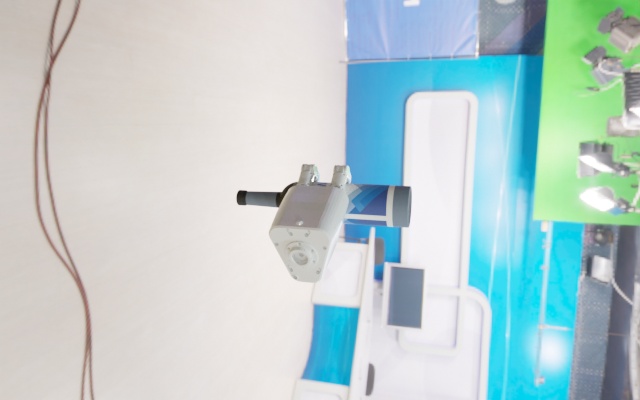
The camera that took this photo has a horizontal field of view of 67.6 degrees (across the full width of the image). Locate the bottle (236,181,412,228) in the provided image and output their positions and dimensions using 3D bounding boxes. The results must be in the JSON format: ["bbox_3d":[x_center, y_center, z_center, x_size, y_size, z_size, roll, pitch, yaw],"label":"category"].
[{"bbox_3d":[0.000,0.003,0.794,0.295,0.069,0.069,3,1,15],"label":"bottle"}]
